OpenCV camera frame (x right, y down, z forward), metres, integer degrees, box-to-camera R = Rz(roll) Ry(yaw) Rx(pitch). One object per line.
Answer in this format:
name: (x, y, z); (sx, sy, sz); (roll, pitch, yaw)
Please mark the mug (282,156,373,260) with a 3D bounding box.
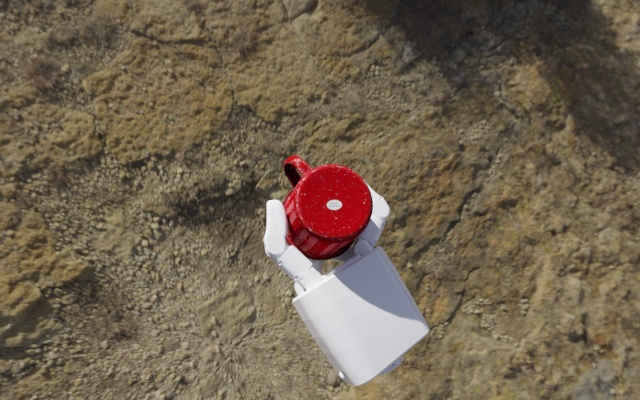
mug: (-0.001, 0.000, 0.507); (0.093, 0.117, 0.081); (-31, -7, -18)
